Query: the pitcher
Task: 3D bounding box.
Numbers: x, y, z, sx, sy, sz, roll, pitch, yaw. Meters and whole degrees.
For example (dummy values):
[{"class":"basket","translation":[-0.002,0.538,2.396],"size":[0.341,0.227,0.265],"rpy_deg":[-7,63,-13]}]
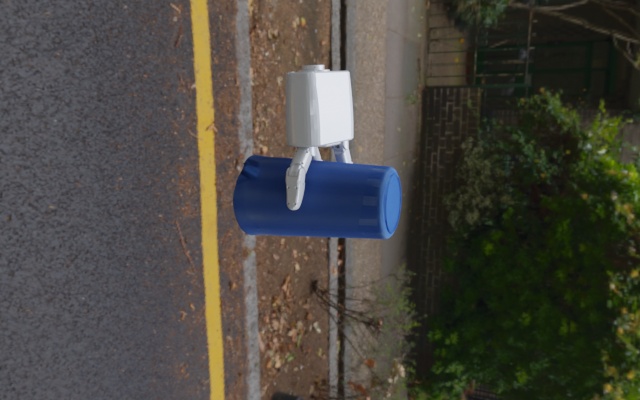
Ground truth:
[{"class":"pitcher","translation":[0.000,0.002,0.755],"size":[0.243,0.145,0.149],"rpy_deg":[4,14,23]}]
